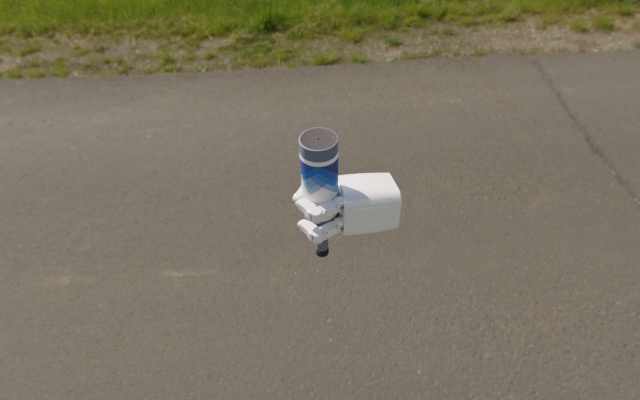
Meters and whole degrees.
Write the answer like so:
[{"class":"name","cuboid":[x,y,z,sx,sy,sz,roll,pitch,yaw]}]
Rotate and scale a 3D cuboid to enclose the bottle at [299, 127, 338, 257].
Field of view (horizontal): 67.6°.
[{"class":"bottle","cuboid":[0.000,0.003,0.898,0.069,0.296,0.069,-1,44,1]}]
